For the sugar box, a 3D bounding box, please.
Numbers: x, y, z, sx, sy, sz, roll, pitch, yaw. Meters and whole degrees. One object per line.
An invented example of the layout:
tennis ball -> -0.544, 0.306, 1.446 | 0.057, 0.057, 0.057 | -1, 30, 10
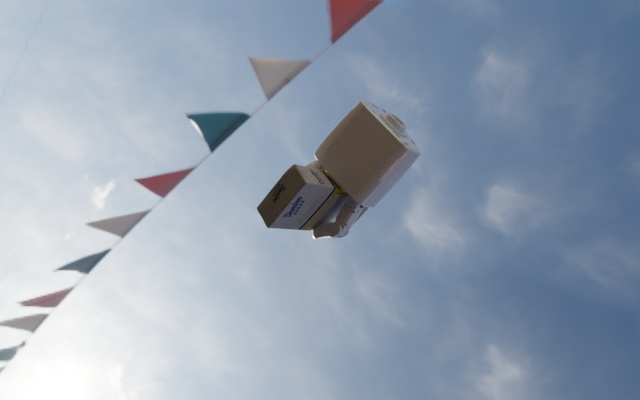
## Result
sugar box -> 0.000, 0.002, 0.711 | 0.176, 0.048, 0.093 | 12, -52, -49
